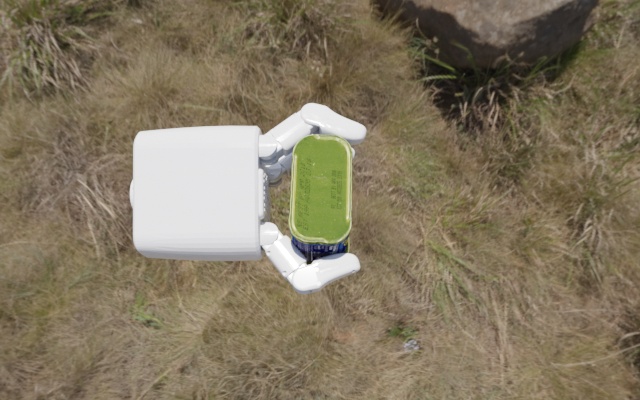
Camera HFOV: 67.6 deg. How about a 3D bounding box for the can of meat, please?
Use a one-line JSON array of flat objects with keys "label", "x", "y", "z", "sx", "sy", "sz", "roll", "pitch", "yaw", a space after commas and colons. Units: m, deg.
[{"label": "can of meat", "x": 0.000, "y": 0.001, "z": 0.430, "sx": 0.057, "sy": 0.102, "sz": 0.084, "roll": 1, "pitch": -18, "yaw": 0}]
